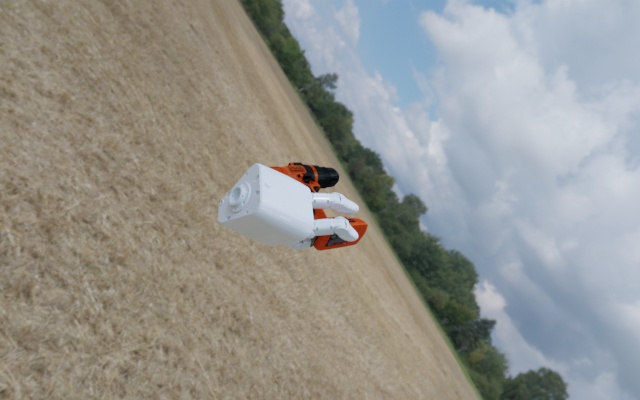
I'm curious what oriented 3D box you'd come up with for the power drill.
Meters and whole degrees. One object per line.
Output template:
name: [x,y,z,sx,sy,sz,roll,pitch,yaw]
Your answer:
power drill: [0.000,0.003,0.863,0.184,0.057,0.187,-6,43,-41]
